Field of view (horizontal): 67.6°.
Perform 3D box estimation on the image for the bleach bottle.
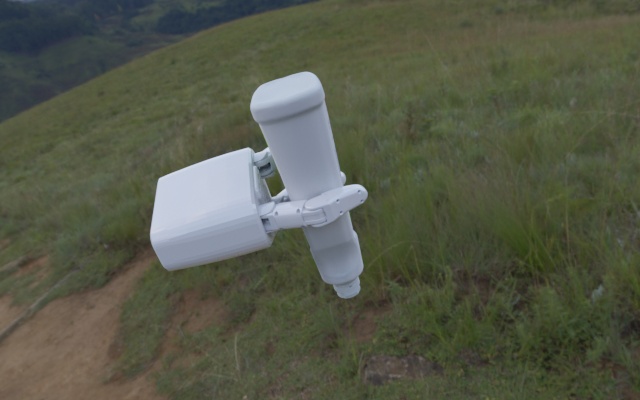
[{"bbox_3d":[0.000,0.002,0.498,0.068,0.251,0.102,-16,26,3],"label":"bleach bottle"}]
